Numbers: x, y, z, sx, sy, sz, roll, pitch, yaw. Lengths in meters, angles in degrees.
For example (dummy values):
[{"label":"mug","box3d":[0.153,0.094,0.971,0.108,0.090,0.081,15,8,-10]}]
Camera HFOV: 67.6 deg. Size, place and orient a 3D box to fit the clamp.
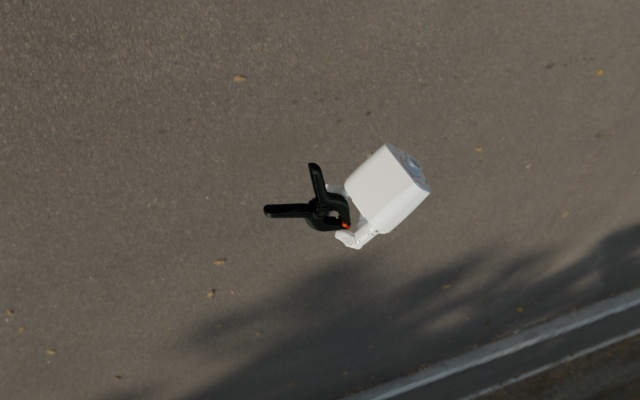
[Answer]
[{"label":"clamp","box3d":[0.000,0.003,0.811,0.171,0.039,0.120,20,-54,-41]}]
